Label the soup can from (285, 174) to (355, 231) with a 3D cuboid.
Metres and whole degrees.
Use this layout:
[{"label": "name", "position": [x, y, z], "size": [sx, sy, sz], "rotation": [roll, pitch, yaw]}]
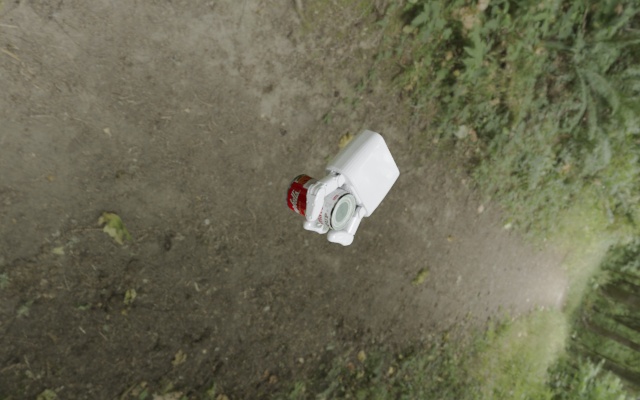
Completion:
[{"label": "soup can", "position": [0.000, 0.003, 0.814], "size": [0.102, 0.068, 0.068], "rotation": [24, 14, 33]}]
